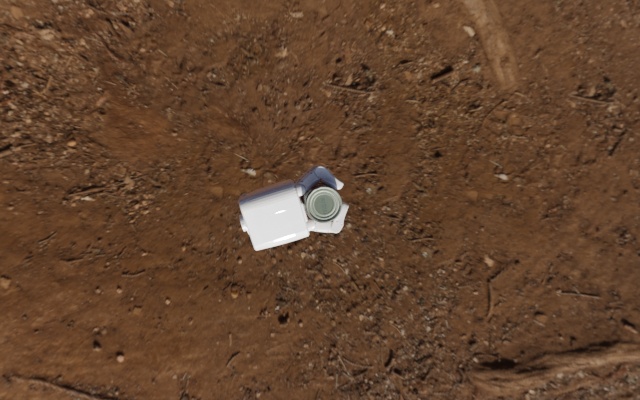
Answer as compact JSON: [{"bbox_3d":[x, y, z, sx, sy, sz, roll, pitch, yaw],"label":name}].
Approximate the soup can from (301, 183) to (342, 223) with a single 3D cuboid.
[{"bbox_3d":[0.001,0.003,0.888,0.068,0.068,0.102,0,5,-7],"label":"soup can"}]
